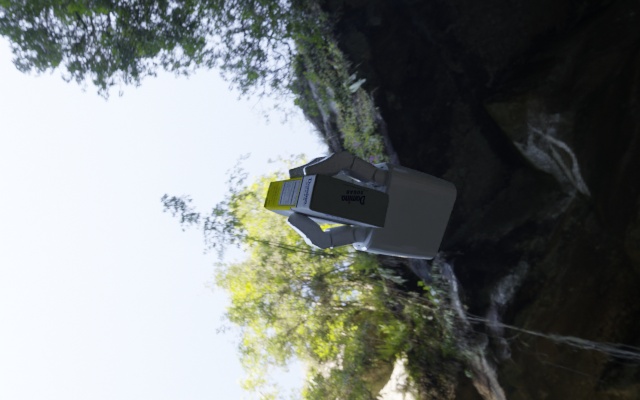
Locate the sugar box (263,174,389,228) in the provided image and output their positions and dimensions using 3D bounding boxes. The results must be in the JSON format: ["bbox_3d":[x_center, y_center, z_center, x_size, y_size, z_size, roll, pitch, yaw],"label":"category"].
[{"bbox_3d":[0.000,0.001,0.586,0.093,0.048,0.176,15,-9,-22],"label":"sugar box"}]
